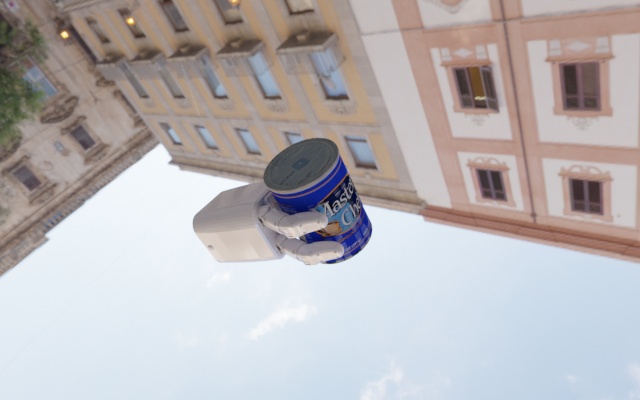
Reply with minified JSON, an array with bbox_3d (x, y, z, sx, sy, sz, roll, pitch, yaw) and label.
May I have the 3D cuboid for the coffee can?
[{"bbox_3d":[0.000,0.002,0.641,0.103,0.140,0.102,-17,37,14],"label":"coffee can"}]
